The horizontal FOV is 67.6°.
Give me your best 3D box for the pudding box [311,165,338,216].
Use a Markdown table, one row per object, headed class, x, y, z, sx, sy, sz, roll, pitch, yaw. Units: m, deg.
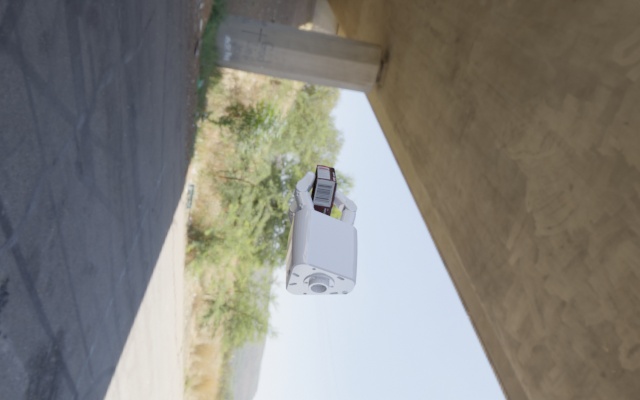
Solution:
| class | x | y | z | sx | sy | sz | roll | pitch | yaw |
| --- | --- | --- | --- | --- | --- | --- | --- | --- | --- |
| pudding box | 0.000 | 0.003 | 0.851 | 0.039 | 0.113 | 0.090 | 11 | 19 | -6 |
